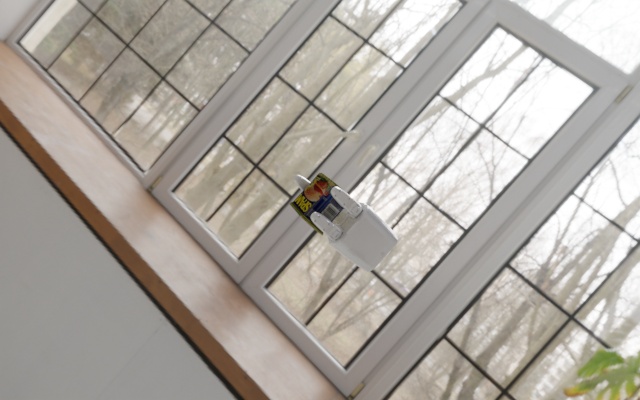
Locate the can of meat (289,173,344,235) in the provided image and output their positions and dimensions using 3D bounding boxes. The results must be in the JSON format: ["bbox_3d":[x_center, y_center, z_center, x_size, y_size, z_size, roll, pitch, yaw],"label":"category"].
[{"bbox_3d":[0.000,0.002,0.860,0.057,0.084,0.102,42,1,-26],"label":"can of meat"}]
